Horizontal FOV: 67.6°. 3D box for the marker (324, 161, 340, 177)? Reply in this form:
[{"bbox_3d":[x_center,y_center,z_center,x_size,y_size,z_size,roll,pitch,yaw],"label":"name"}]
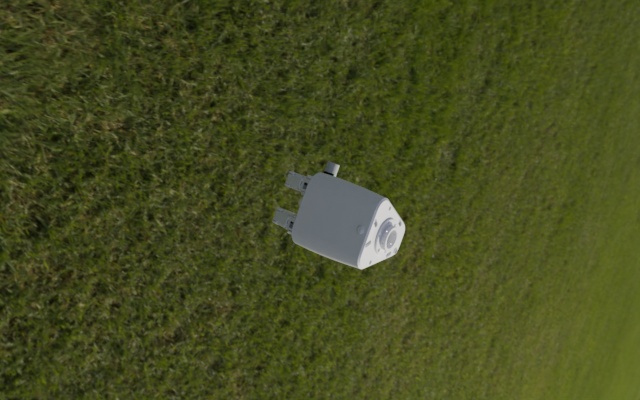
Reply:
[{"bbox_3d":[0.000,0.002,0.704,0.020,0.121,0.020,19,3,-1],"label":"marker"}]
